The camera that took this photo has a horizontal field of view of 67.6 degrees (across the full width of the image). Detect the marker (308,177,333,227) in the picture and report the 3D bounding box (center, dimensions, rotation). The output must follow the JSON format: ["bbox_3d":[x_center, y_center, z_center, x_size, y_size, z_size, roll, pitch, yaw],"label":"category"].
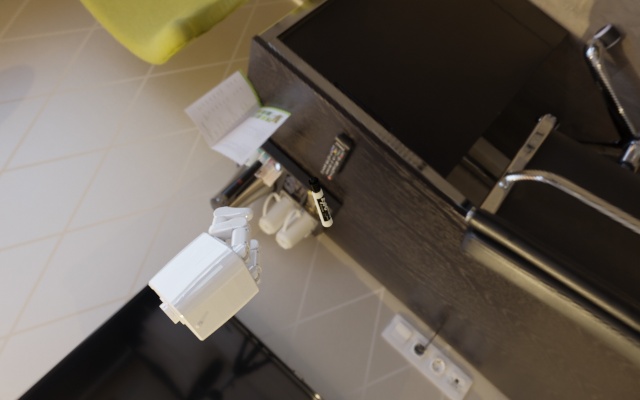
[{"bbox_3d":[0.000,0.003,0.828,0.020,0.020,0.121,0,-39,16],"label":"marker"}]
